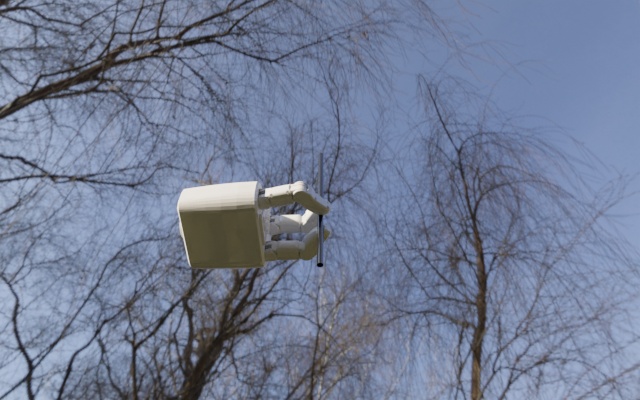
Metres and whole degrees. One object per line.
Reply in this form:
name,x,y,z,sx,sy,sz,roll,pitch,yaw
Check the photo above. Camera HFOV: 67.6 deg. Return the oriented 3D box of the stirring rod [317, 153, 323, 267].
stirring rod,0.000,0.002,0.665,0.011,0.011,0.239,0,39,0
